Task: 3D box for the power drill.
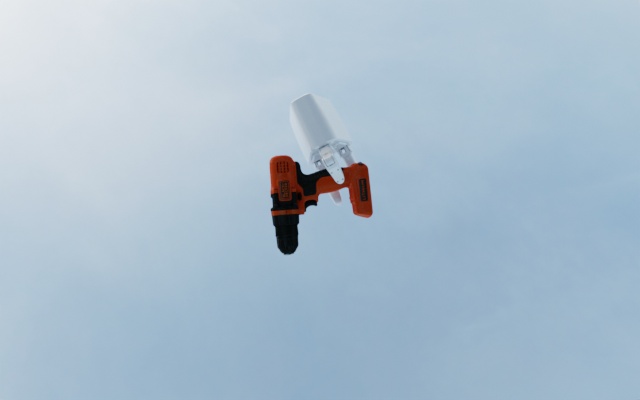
[{"bbox_3d":[0.001,0.003,0.890,0.187,0.184,0.057,-5,-1,-11],"label":"power drill"}]
